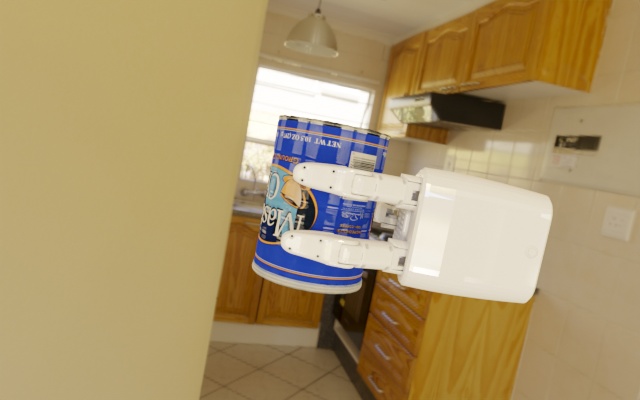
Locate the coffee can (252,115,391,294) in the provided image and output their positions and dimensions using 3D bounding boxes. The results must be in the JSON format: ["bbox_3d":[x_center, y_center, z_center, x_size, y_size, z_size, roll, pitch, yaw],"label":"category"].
[{"bbox_3d":[0.000,0.002,0.436,0.103,0.140,0.103,11,6,-1],"label":"coffee can"}]
